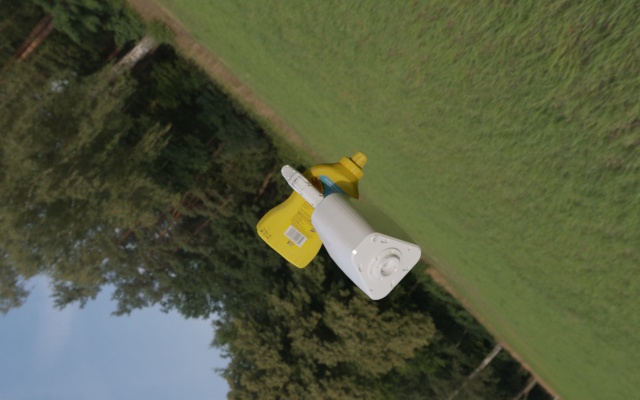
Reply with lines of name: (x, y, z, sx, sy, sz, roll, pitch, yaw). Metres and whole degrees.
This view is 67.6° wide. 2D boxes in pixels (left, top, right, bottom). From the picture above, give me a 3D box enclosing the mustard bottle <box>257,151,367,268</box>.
mustard bottle: (0.000, 0.002, 0.716, 0.096, 0.191, 0.058, 42, 3, -14)
